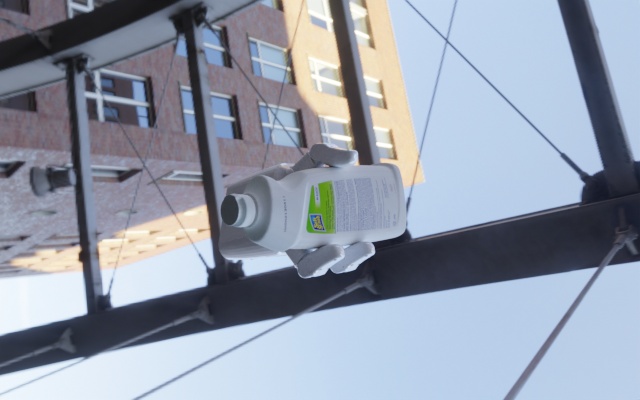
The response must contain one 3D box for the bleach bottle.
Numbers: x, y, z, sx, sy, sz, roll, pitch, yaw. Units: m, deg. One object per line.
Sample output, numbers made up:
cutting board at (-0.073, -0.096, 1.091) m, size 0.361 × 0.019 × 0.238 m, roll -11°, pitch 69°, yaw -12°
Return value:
bleach bottle at (0.000, 0.002, 0.531) m, size 0.068 × 0.102 × 0.251 m, roll -13°, pitch -9°, yaw 42°
